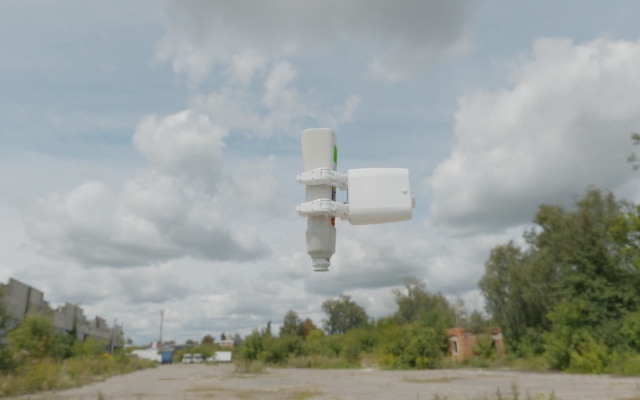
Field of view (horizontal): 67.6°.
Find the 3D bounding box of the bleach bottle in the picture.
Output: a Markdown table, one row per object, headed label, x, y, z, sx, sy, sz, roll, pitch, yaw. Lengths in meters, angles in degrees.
| label | x | y | z | sx | sy | sz | roll | pitch | yaw |
| --- | --- | --- | --- | --- | --- | --- | --- | --- | --- |
| bleach bottle | 0.000 | 0.003 | 0.858 | 0.068 | 0.250 | 0.103 | -3 | -18 | 5 |
